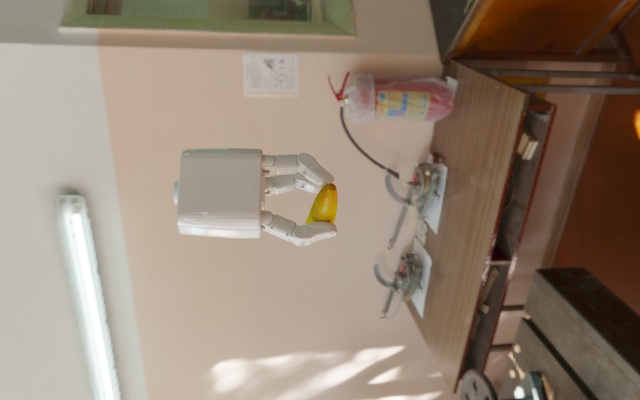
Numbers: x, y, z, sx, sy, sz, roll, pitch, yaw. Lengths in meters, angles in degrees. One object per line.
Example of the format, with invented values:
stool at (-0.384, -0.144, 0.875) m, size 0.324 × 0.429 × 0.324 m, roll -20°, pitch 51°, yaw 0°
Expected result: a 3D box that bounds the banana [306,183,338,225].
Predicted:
banana at (-0.001, 0.021, 0.692) m, size 0.037 × 0.069 × 0.198 m, roll 4°, pitch -6°, yaw -4°
